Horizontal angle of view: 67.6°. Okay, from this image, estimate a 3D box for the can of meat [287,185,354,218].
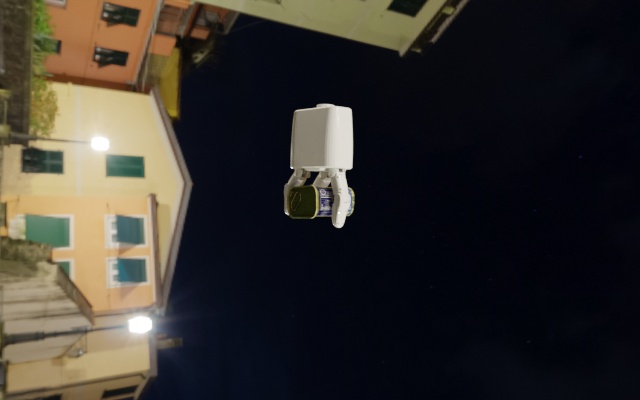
[{"bbox_3d":[0.000,0.003,0.867,0.084,0.057,0.102,0,-2,-33],"label":"can of meat"}]
